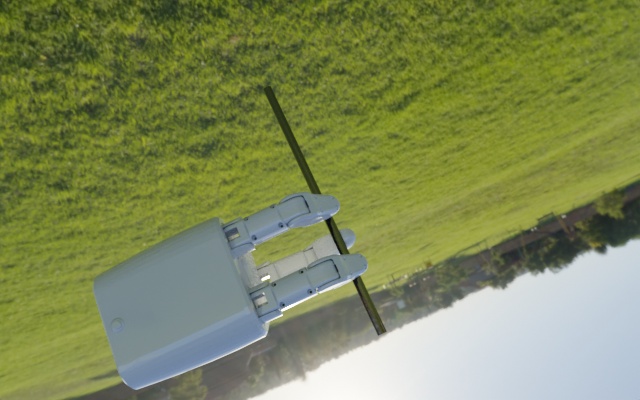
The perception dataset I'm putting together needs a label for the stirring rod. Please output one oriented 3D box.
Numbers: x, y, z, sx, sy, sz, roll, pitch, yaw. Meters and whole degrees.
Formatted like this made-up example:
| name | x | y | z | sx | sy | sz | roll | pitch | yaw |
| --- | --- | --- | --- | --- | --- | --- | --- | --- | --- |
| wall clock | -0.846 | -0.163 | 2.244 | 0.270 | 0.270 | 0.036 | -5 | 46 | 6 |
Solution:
| name | x | y | z | sx | sy | sz | roll | pitch | yaw |
| --- | --- | --- | --- | --- | --- | --- | --- | --- | --- |
| stirring rod | 0.000 | 0.001 | 0.412 | 0.011 | 0.239 | 0.011 | -23 | -15 | -7 |
